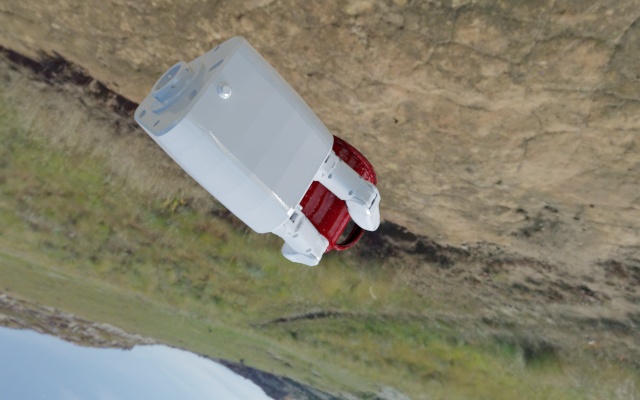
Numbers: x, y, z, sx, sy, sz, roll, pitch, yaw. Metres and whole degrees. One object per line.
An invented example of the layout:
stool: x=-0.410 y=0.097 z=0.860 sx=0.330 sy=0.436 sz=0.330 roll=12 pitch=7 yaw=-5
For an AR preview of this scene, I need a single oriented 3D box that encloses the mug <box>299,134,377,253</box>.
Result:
mug: x=0.001 y=0.003 z=0.449 sx=0.093 sy=0.081 sz=0.117 roll=4 pitch=-34 yaw=50
